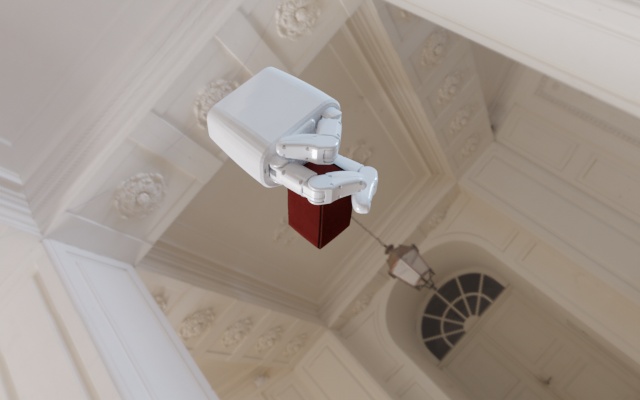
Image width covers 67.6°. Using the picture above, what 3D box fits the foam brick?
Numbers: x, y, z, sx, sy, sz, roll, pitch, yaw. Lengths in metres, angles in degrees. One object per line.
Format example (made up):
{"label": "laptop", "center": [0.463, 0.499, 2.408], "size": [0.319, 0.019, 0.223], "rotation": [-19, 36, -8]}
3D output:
{"label": "foam brick", "center": [0.000, 0.002, 0.523], "size": [0.051, 0.078, 0.053], "rotation": [34, 51, 29]}
